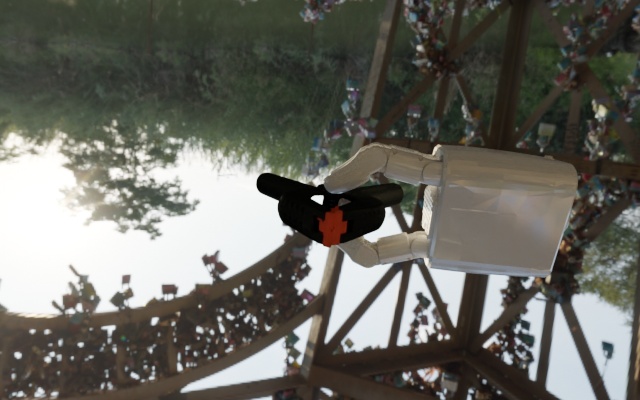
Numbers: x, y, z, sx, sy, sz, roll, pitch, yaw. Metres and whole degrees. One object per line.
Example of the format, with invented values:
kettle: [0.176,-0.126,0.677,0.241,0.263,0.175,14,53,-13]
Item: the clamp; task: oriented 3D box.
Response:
clamp: [0.000,0.002,0.453,0.164,0.036,0.210,5,11,6]
